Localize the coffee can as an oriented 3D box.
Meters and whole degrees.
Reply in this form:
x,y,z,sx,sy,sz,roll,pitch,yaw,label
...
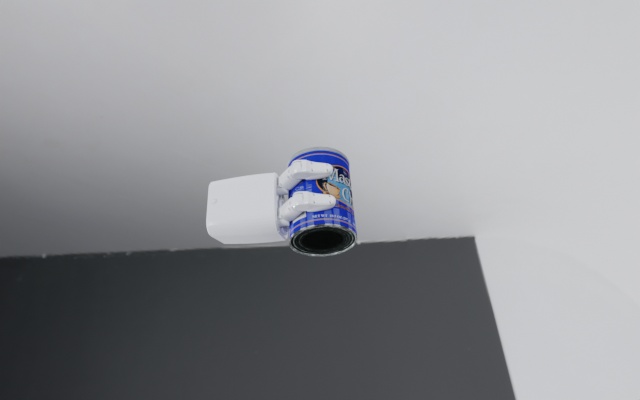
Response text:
x,y,z,sx,sy,sz,roll,pitch,yaw,label
0.000,0.002,0.746,0.103,0.140,0.103,-3,-31,-2,coffee can
